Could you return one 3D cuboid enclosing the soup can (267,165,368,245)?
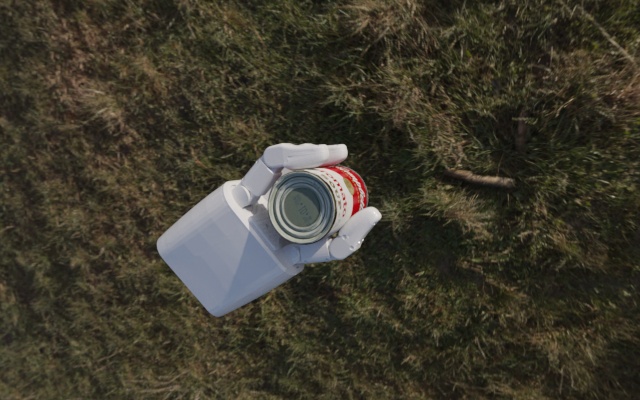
[{"bbox_3d":[0.000,0.001,0.462,0.068,0.068,0.102,0,6,21],"label":"soup can"}]
